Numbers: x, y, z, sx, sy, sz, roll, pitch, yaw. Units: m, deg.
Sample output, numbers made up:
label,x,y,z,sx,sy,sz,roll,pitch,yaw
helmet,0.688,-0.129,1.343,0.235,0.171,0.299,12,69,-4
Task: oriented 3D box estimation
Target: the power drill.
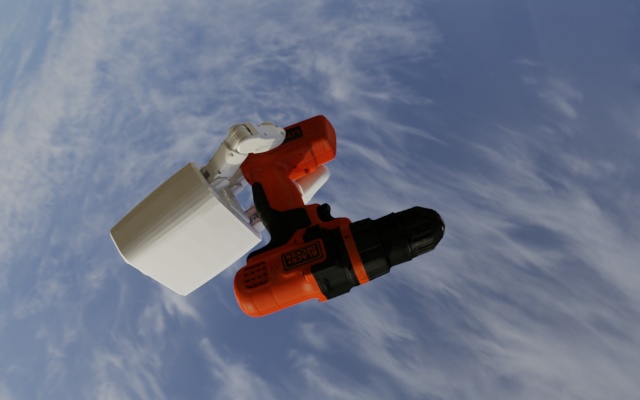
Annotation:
label,x,y,z,sx,sy,sz,roll,pitch,yaw
power drill,0.000,0.001,0.447,0.184,0.187,0.057,-20,-43,2
